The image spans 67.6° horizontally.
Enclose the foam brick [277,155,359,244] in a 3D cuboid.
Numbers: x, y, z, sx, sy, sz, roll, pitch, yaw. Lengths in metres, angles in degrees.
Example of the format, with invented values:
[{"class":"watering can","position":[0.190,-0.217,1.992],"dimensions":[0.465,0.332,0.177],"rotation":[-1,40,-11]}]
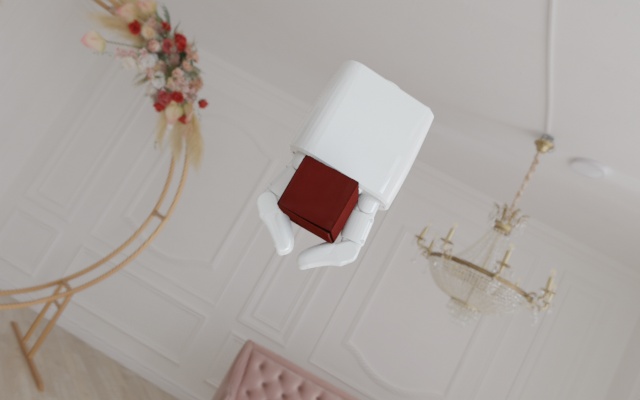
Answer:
[{"class":"foam brick","position":[0.000,0.001,0.431],"dimensions":[0.053,0.051,0.078],"rotation":[29,-8,9]}]
